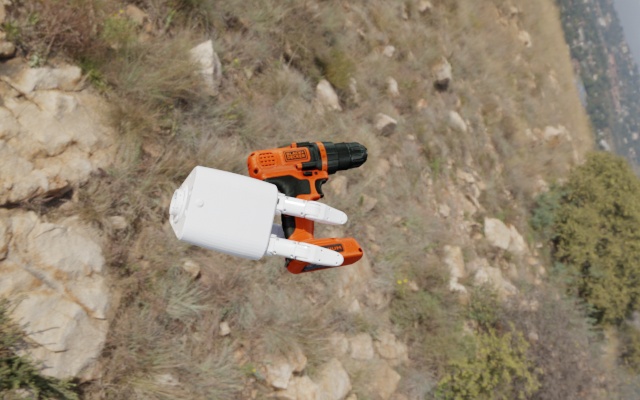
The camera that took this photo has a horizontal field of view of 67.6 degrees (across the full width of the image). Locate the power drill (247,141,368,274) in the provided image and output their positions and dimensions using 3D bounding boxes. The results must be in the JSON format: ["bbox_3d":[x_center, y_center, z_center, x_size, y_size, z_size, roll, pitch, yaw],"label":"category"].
[{"bbox_3d":[0.000,0.003,0.683,0.184,0.187,0.057,-9,-22,-16],"label":"power drill"}]
